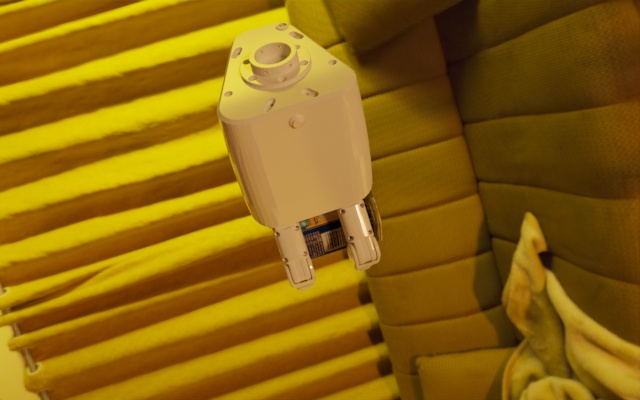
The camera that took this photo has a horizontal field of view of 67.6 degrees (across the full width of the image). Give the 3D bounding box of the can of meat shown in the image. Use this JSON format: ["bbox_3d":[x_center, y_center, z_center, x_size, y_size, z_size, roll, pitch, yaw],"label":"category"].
[{"bbox_3d":[0.000,0.002,0.442,0.084,0.102,0.057,-18,-37,-4],"label":"can of meat"}]
